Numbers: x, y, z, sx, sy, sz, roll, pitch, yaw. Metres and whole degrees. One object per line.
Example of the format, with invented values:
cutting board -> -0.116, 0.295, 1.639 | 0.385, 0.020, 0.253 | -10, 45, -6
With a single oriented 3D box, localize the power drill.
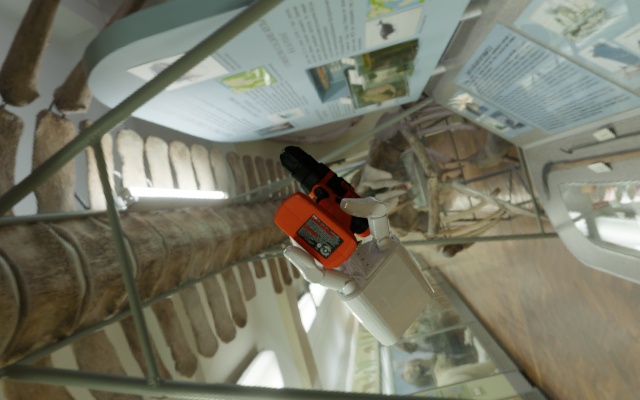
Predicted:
power drill -> 0.000, 0.003, 0.657 | 0.184, 0.057, 0.187 | 40, 21, -2
